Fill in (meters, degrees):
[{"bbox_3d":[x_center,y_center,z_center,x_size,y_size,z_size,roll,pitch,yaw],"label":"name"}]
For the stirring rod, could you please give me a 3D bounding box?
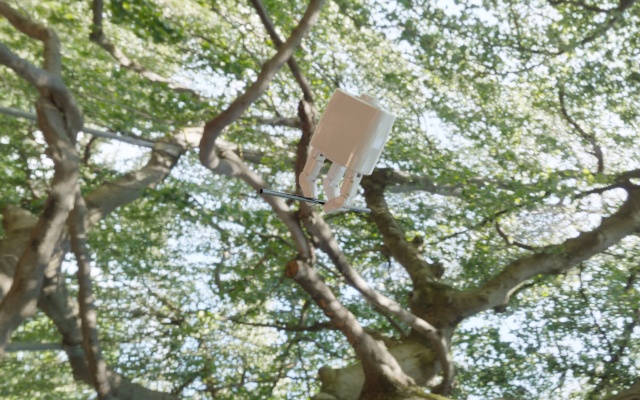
[{"bbox_3d":[0.000,0.003,0.808,0.239,0.011,0.011,11,-7,-40],"label":"stirring rod"}]
